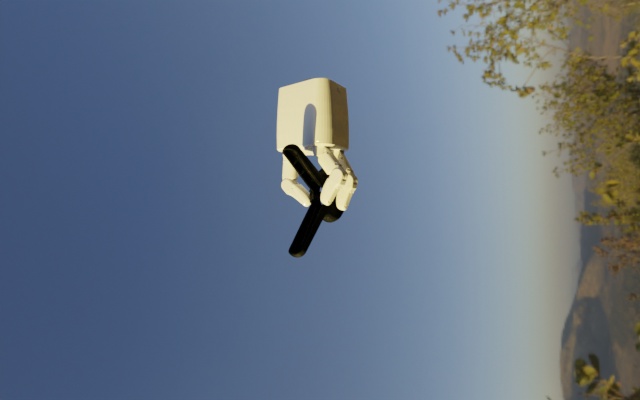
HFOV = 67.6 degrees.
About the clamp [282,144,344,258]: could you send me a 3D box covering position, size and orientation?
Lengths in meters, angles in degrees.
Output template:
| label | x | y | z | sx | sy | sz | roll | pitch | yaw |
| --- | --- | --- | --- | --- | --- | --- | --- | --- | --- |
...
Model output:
| label | x | y | z | sx | sy | sz | roll | pitch | yaw |
| --- | --- | --- | --- | --- | --- | --- | --- | --- | --- |
| clamp | 0.000 | 0.002 | 0.768 | 0.036 | 0.164 | 0.210 | 1 | -1 | 27 |
